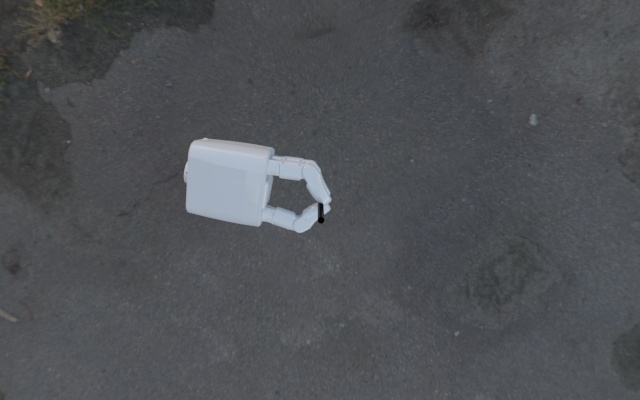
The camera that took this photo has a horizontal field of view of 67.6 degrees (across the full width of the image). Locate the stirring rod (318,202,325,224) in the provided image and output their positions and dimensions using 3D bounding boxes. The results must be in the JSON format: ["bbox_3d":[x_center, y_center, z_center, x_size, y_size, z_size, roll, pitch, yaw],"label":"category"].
[{"bbox_3d":[0.000,0.002,0.672,0.011,0.011,0.239,0,10,0],"label":"stirring rod"}]
